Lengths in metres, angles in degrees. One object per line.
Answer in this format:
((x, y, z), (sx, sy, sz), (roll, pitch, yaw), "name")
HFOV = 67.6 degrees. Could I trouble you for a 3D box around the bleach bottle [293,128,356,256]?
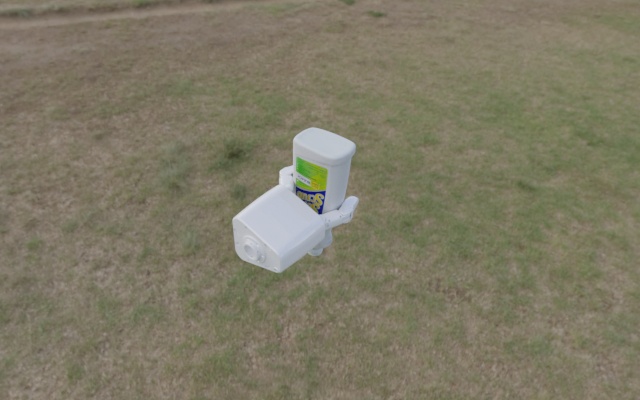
((0.000, 0.003, 0.839), (0.102, 0.251, 0.068), (27, 44, 27), "bleach bottle")
